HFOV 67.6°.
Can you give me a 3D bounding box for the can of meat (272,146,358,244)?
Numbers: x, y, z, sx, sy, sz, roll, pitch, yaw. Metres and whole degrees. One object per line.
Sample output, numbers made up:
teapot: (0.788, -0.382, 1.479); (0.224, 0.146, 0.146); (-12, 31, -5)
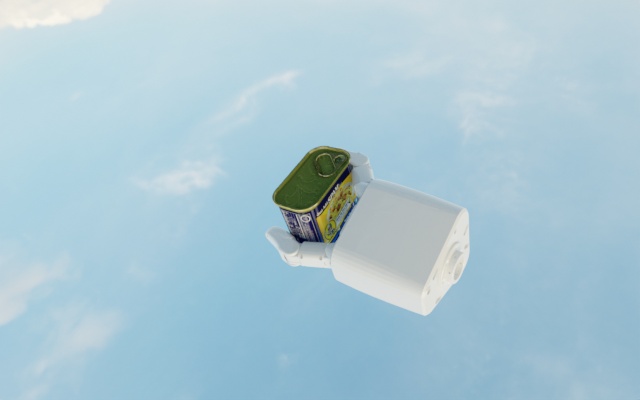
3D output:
can of meat: (0.000, 0.002, 0.553); (0.057, 0.084, 0.102); (16, 52, 31)
